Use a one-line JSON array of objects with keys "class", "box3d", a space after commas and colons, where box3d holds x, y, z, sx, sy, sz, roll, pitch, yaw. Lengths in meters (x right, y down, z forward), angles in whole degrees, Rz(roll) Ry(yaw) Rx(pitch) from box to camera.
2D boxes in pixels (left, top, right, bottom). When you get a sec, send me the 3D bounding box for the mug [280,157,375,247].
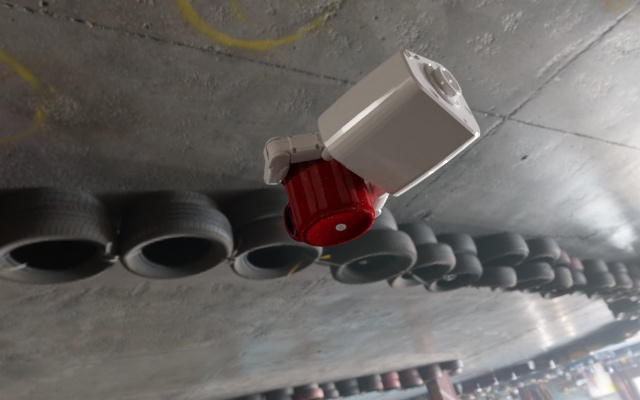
[{"class": "mug", "box3d": [-0.001, 0.003, 0.505, 0.093, 0.081, 0.117, 14, -42, -42]}]
